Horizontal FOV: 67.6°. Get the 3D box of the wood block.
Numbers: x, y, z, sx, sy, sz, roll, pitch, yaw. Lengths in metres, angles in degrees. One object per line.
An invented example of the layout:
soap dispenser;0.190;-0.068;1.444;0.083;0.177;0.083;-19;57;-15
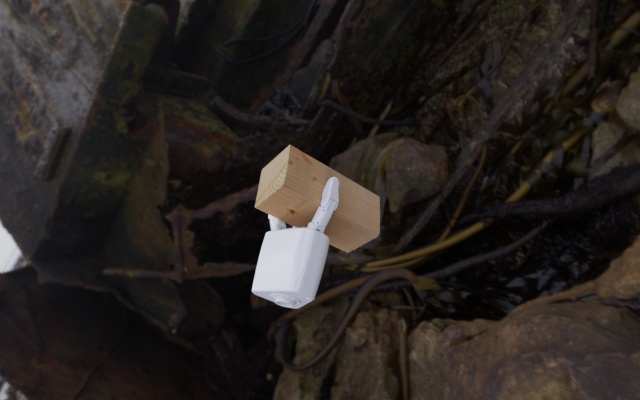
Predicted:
wood block;0.000;0.003;0.846;0.206;0.090;0.091;28;-42;-27
